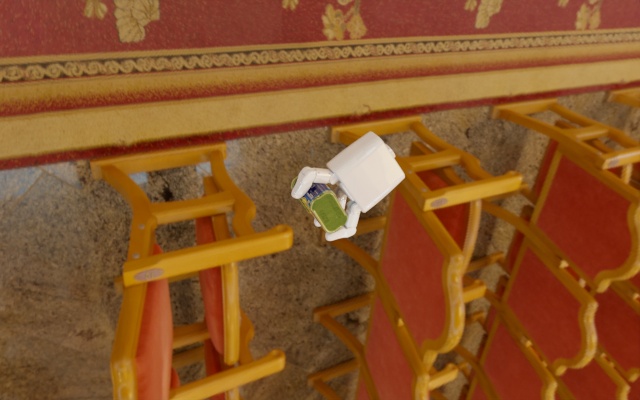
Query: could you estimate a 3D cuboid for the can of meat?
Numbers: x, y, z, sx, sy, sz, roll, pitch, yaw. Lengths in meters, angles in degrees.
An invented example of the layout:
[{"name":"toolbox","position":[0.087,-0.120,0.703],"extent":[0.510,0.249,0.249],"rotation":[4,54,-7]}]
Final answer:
[{"name":"can of meat","position":[0.000,0.003,0.899],"extent":[0.057,0.102,0.084],"rotation":[-37,41,-4]}]
